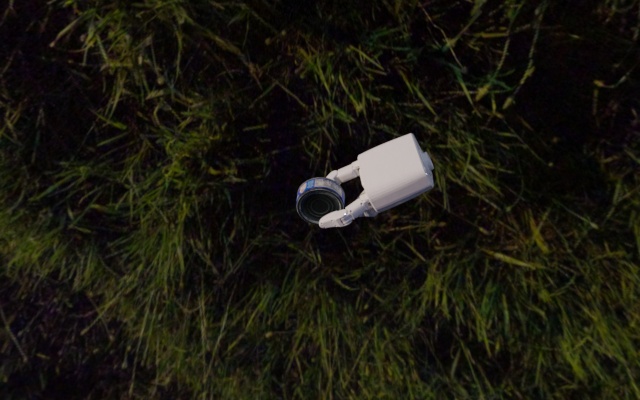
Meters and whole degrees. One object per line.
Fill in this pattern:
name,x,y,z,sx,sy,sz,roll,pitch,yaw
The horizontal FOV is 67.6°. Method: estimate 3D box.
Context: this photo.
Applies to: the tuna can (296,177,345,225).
tuna can,0.000,0.003,0.843,0.086,0.086,0.033,0,39,4
